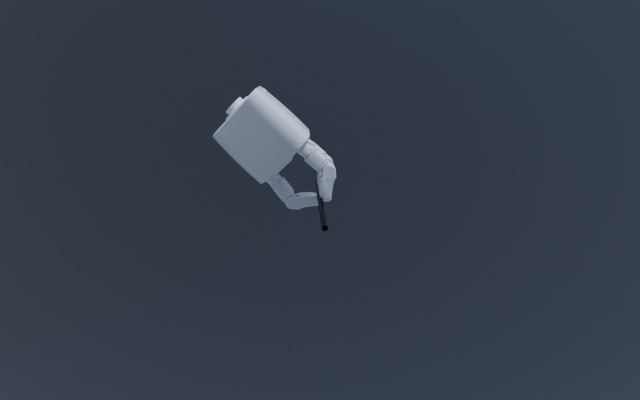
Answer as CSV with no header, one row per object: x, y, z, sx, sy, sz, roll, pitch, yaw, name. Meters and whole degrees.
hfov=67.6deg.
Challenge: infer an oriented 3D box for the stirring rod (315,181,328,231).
0.000,0.002,0.718,0.011,0.011,0.239,0,16,-3,stirring rod
